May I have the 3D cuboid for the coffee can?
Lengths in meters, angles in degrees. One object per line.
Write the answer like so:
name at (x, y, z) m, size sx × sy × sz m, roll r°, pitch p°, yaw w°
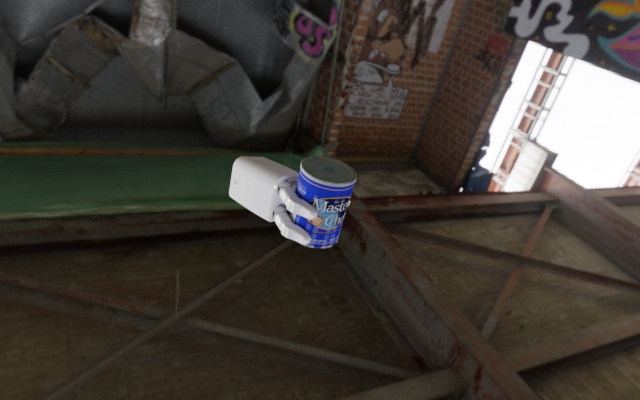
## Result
coffee can at (0.000, 0.003, 0.883) m, size 0.103 × 0.140 × 0.102 m, roll 11°, pitch 30°, yaw -6°
